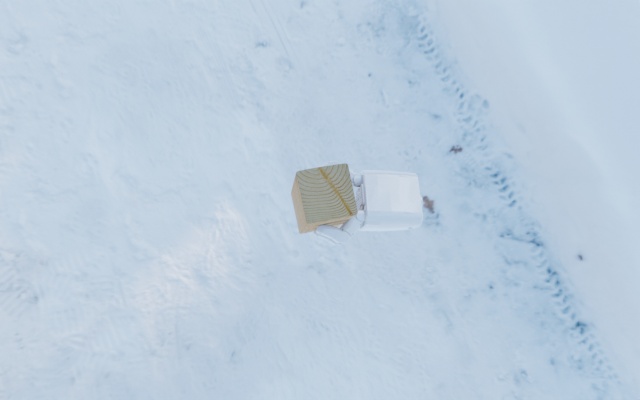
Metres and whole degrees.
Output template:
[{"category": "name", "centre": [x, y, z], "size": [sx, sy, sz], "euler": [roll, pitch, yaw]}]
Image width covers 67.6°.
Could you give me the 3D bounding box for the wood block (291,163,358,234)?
[{"category": "wood block", "centre": [0.000, 0.002, 0.883], "size": [0.090, 0.091, 0.206], "euler": [-10, -8, -8]}]
